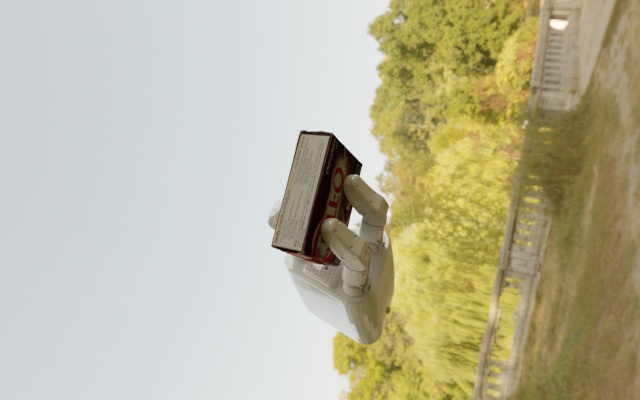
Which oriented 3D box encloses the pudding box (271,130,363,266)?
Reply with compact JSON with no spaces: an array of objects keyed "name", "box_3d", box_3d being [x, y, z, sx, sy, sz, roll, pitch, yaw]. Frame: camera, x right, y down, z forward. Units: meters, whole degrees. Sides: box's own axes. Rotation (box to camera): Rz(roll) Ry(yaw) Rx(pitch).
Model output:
[{"name":"pudding box","box_3d":[0.000,0.001,0.455,0.039,0.113,0.090,7,-11,23]}]
